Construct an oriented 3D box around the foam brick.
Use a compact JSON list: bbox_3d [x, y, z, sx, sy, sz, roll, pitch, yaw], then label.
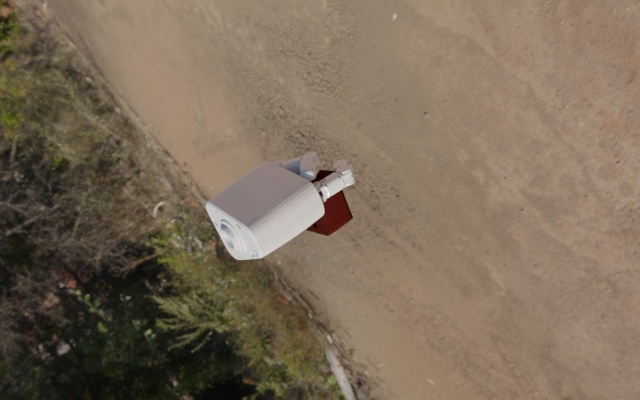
[{"bbox_3d":[0.000,0.002,0.667,0.051,0.078,0.053,-37,28,-30],"label":"foam brick"}]
